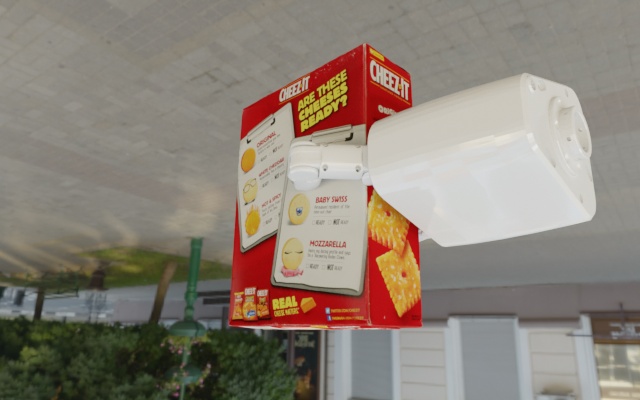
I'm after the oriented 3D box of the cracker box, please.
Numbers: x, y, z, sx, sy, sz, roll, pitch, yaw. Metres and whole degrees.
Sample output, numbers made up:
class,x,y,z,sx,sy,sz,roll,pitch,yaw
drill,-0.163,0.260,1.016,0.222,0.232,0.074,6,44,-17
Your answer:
class,x,y,z,sx,sy,sz,roll,pitch,yaw
cracker box,0.000,0.001,0.414,0.072,0.213,0.164,17,-22,-42
